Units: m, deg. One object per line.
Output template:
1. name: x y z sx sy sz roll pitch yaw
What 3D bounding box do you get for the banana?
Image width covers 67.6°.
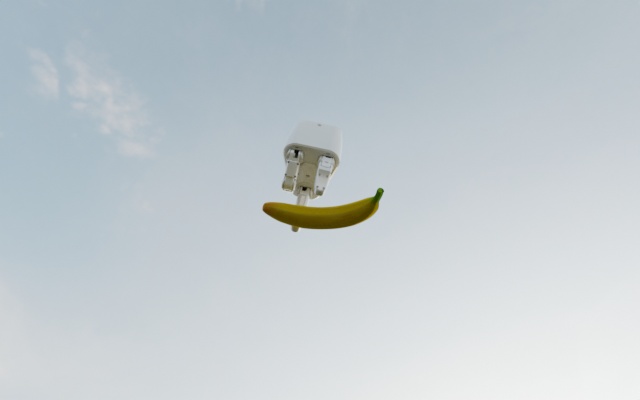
1. banana: 0.008 0.017 0.757 0.198 0.070 0.037 -9 33 14
